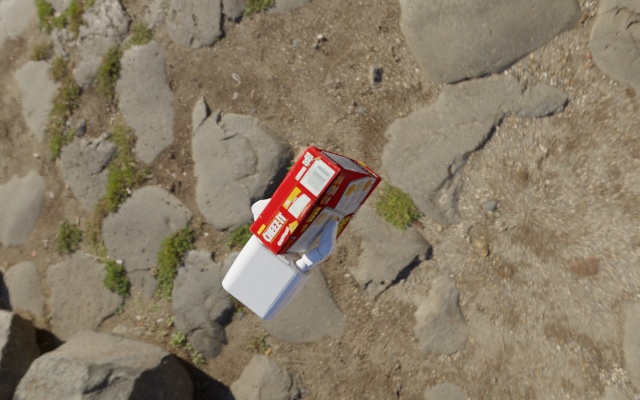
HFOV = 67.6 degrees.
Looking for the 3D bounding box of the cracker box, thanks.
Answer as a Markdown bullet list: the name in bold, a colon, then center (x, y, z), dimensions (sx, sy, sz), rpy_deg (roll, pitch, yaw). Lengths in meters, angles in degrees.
- **cracker box**: center (0.000, 0.003, 0.791), dimensions (0.072, 0.164, 0.214), rpy_deg (41, 14, 19)
